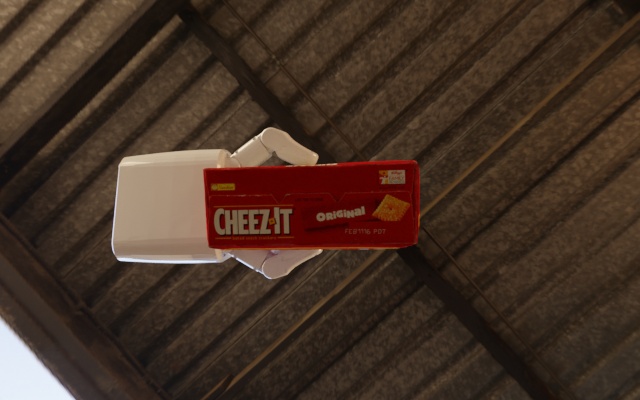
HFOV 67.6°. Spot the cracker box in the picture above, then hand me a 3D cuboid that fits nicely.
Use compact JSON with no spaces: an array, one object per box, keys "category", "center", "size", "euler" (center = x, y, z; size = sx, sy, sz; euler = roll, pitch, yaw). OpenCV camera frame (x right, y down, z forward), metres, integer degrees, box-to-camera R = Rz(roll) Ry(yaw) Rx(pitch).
[{"category":"cracker box","center":[0.000,0.001,0.461],"size":[0.164,0.072,0.213],"euler":[-2,3,5]}]
